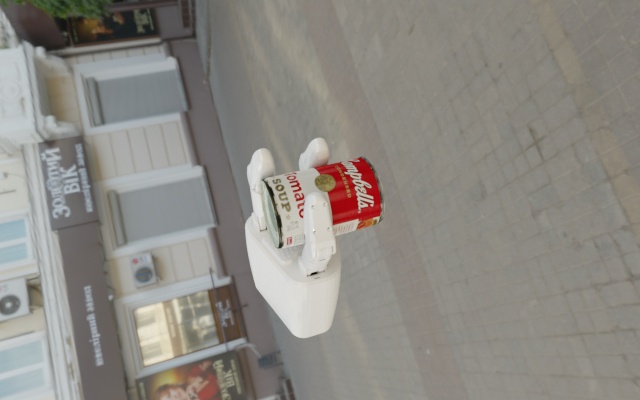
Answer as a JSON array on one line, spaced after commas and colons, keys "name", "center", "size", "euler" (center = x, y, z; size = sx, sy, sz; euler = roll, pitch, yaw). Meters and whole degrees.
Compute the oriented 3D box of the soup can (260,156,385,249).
[{"name": "soup can", "center": [0.000, 0.001, 0.449], "size": [0.102, 0.068, 0.068], "euler": [-13, 3, -15]}]
